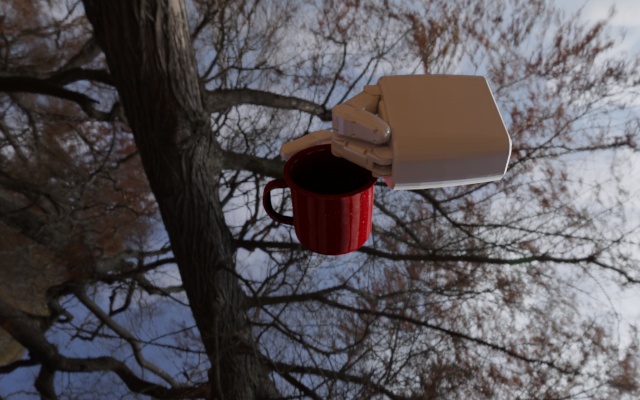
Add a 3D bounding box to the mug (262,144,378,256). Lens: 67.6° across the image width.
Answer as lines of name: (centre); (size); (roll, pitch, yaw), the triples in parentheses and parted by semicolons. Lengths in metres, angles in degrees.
mug: (-0.001, 0.002, 0.483); (0.117, 0.082, 0.093); (-3, 38, -1)
